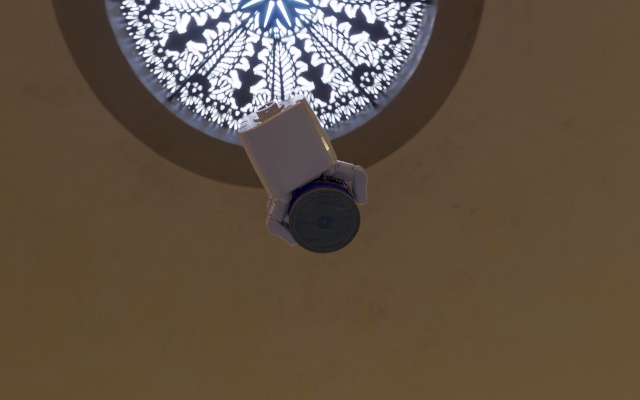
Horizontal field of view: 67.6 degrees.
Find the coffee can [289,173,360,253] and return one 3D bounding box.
[{"bbox_3d":[0.000,0.003,0.739,0.103,0.103,0.140,0,25,-6],"label":"coffee can"}]
